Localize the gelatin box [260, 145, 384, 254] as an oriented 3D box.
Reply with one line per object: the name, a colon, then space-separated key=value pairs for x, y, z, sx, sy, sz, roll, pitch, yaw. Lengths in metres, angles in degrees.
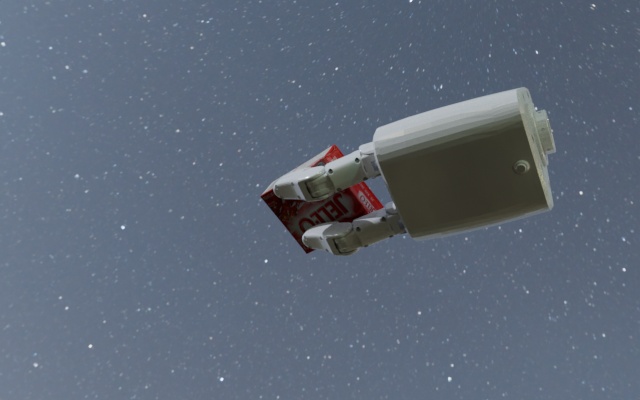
gelatin box: x=0.000 y=0.001 z=0.434 sx=0.089 sy=0.073 sz=0.030 roll=-28 pitch=17 yaw=38
